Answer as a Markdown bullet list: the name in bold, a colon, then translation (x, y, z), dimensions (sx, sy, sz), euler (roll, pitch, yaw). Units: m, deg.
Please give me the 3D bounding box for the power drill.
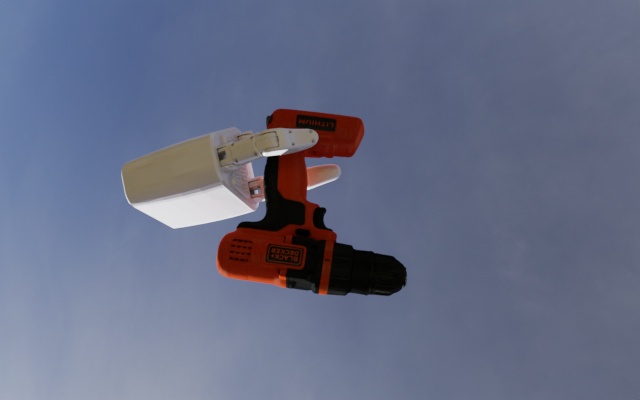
- **power drill**: translation (0.000, 0.001, 0.489), dimensions (0.184, 0.187, 0.057), euler (8, -25, 0)
